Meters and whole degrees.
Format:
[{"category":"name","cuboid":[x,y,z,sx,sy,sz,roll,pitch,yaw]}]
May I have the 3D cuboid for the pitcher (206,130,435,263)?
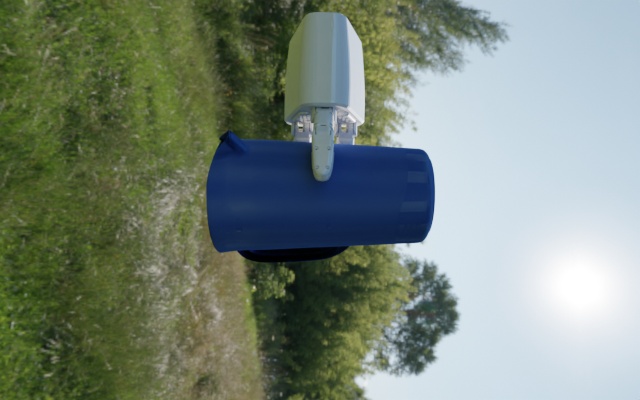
[{"category":"pitcher","cuboid":[0.000,0.002,0.553,0.243,0.145,0.149,1,-6,1]}]
